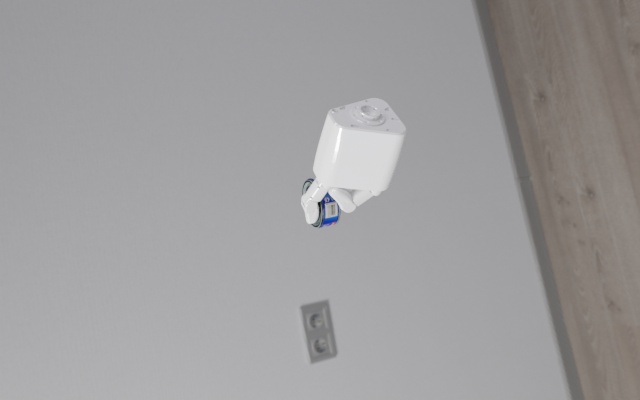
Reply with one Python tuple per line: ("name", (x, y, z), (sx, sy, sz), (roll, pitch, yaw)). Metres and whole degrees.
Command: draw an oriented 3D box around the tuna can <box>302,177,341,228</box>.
("tuna can", (0.000, 0.003, 0.798), (0.034, 0.086, 0.086), (-12, 4, -22))
